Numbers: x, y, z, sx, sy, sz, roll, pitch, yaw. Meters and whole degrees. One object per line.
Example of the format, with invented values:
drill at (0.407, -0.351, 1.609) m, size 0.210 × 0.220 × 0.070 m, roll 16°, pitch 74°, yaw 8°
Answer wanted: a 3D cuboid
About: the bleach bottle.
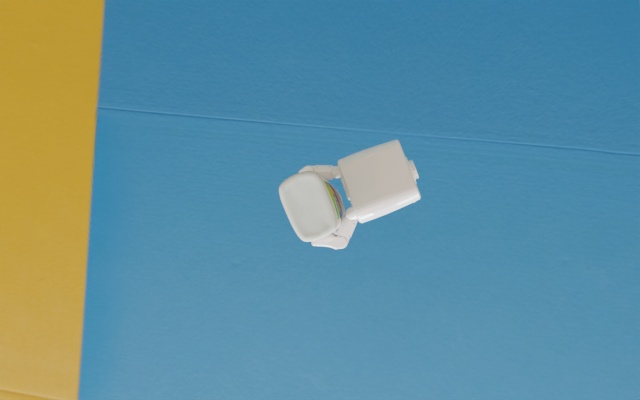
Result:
bleach bottle at (0.000, 0.003, 0.795) m, size 0.068 × 0.102 × 0.251 m, roll -22°, pitch 0°, yaw 9°
